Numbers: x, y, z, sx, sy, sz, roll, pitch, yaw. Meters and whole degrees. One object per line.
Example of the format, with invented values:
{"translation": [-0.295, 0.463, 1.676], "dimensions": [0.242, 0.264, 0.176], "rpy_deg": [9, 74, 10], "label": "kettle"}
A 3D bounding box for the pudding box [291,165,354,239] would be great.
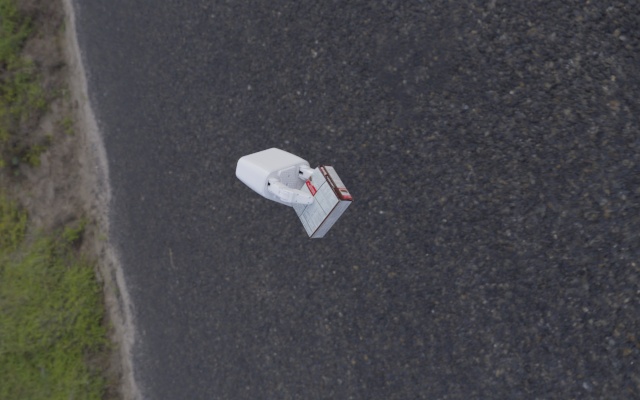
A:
{"translation": [0.000, 0.003, 0.891], "dimensions": [0.039, 0.090, 0.113], "rpy_deg": [-4, -38, -42], "label": "pudding box"}
